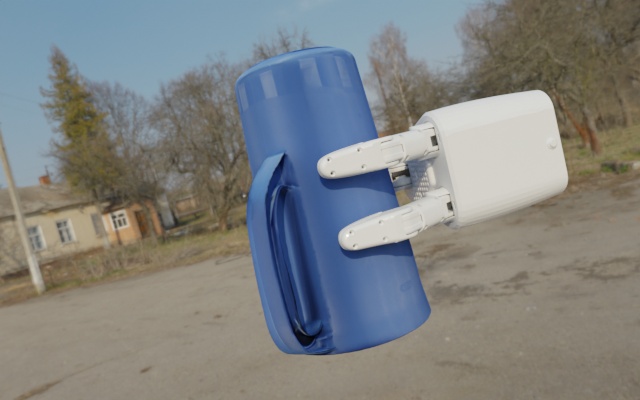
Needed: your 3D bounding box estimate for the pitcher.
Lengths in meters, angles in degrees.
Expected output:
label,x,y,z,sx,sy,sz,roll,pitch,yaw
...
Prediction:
label,x,y,z,sx,sy,sz,roll,pitch,yaw
pitcher,0.000,0.001,0.411,0.145,0.243,0.149,-15,3,-11
